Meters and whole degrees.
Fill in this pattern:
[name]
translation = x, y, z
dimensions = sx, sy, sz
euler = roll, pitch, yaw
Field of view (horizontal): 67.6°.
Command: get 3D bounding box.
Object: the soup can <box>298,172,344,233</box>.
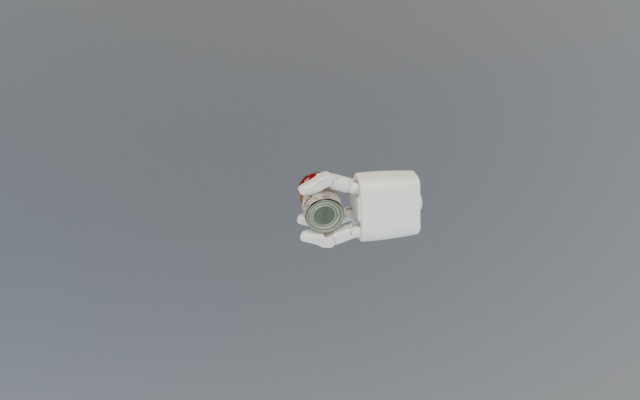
[soup can]
translation = 0.000, 0.003, 0.834
dimensions = 0.068, 0.068, 0.102
euler = 0, 29, -10
